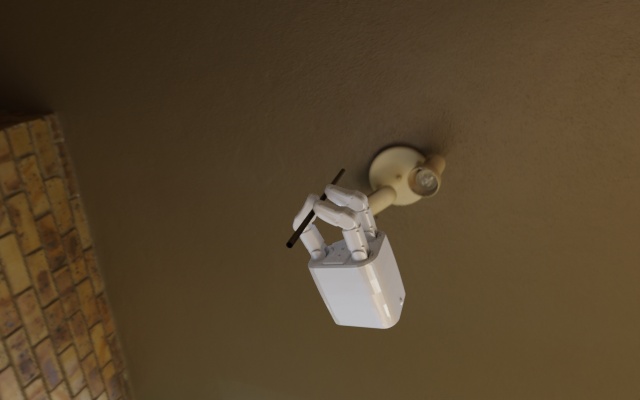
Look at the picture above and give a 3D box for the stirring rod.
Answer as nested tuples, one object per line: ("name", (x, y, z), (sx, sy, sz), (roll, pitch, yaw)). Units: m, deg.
("stirring rod", (0.000, 0.002, 0.646), (0.011, 0.011, 0.239), (0, 24, 19))
